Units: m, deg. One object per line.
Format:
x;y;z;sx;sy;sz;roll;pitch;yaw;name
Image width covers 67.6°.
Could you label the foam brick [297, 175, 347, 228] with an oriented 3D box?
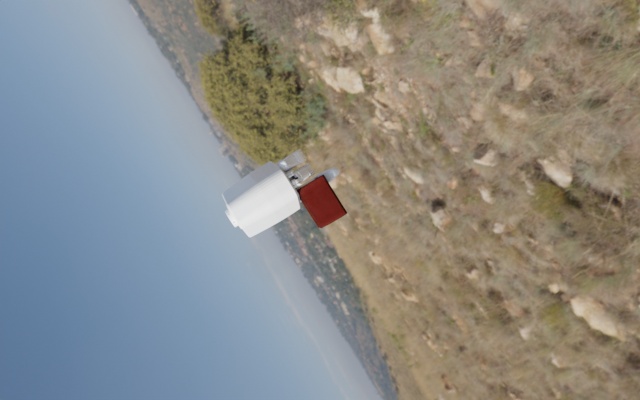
0.000;0.003;0.815;0.051;0.078;0.053;-33;3;-8;foam brick
